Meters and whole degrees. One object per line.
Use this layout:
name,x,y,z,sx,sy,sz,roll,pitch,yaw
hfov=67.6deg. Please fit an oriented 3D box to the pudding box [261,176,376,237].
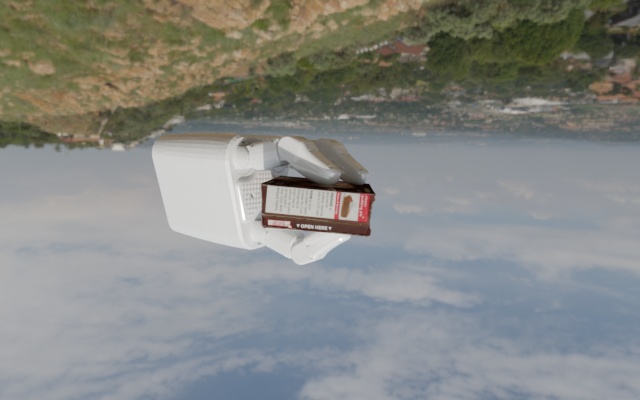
pudding box,0.000,0.002,0.419,0.090,0.039,0.113,4,8,3
